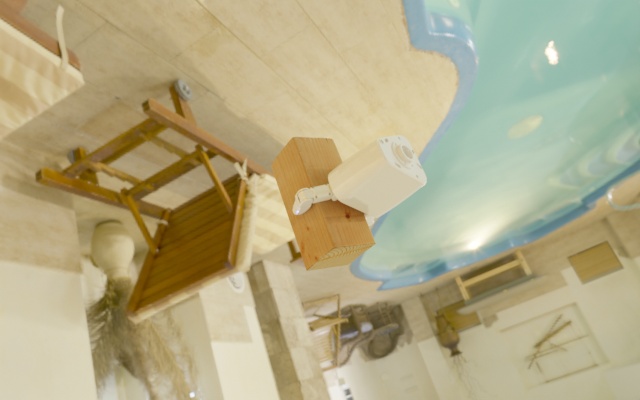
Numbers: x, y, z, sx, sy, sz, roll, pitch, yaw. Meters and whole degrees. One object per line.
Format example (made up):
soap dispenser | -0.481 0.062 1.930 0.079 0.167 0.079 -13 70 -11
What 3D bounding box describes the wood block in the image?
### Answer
wood block | 0.000 0.003 0.809 0.091 0.206 0.090 -2 -29 -36
